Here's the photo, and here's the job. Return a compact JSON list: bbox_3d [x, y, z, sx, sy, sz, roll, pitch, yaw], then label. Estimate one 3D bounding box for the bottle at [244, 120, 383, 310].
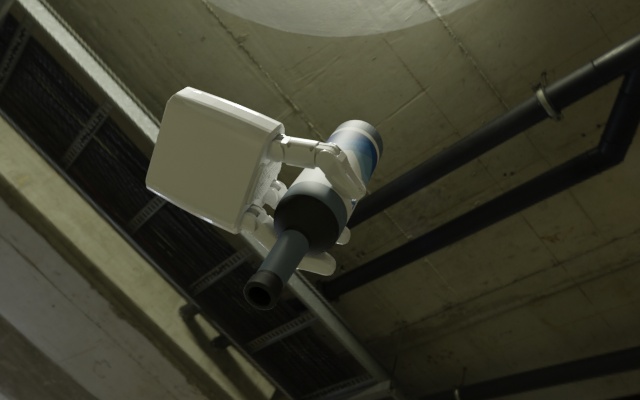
[{"bbox_3d":[0.000,0.001,0.481,0.069,0.069,0.295,0,29,21],"label":"bottle"}]
